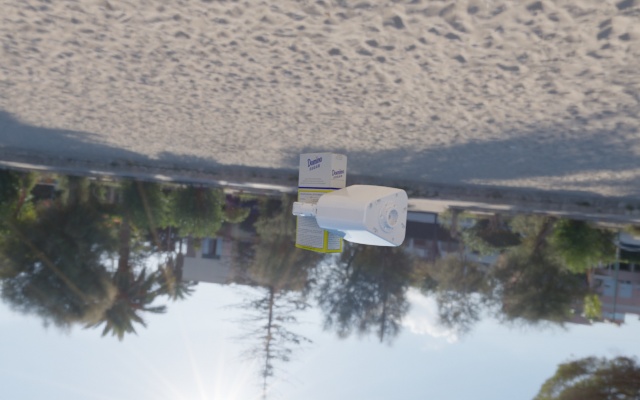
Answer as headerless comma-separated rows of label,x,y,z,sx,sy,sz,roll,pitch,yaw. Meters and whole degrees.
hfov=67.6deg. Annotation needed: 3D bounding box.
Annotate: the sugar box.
sugar box,0.001,0.003,0.870,0.048,0.176,0.093,6,-1,-41
